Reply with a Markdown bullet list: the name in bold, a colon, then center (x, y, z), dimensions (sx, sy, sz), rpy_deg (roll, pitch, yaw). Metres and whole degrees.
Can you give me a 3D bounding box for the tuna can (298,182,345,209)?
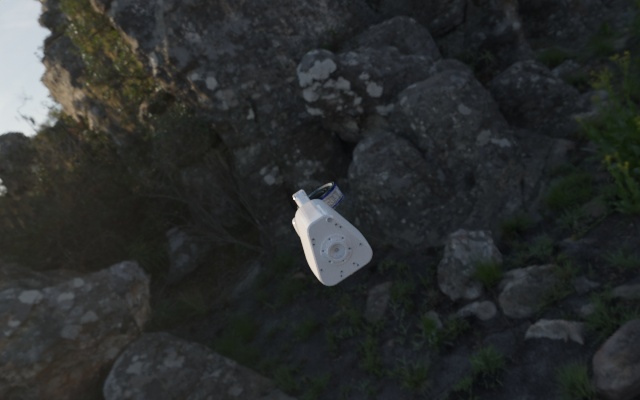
- **tuna can**: center (0.000, 0.002, 0.886), dimensions (0.086, 0.034, 0.086), rpy_deg (-34, 12, 8)
